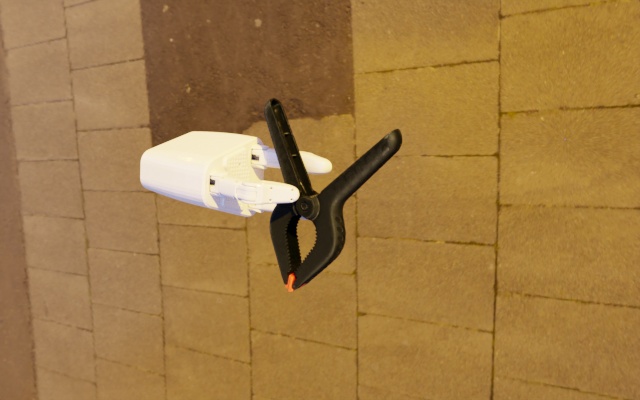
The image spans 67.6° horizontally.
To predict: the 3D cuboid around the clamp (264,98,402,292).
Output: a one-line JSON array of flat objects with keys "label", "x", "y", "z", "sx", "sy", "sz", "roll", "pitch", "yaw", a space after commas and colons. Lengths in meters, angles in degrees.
[{"label": "clamp", "x": -0.001, "y": 0.002, "z": 0.515, "sx": 0.164, "sy": 0.210, "sz": 0.036, "roll": 12, "pitch": 12, "yaw": 30}]
